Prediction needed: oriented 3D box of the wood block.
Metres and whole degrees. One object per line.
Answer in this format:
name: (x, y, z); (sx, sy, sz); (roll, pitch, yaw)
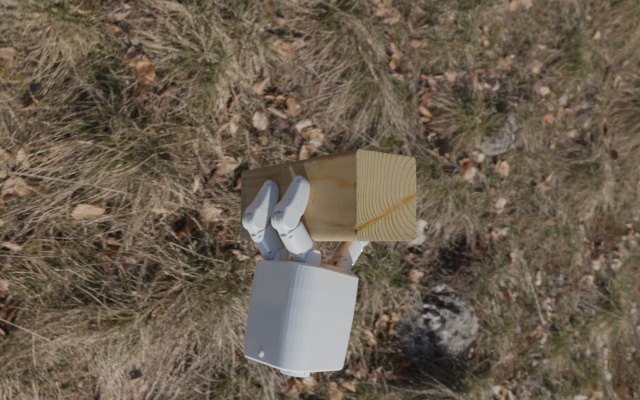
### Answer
wood block: (0.000, 0.002, 0.549); (0.091, 0.090, 0.206); (4, -5, -41)
